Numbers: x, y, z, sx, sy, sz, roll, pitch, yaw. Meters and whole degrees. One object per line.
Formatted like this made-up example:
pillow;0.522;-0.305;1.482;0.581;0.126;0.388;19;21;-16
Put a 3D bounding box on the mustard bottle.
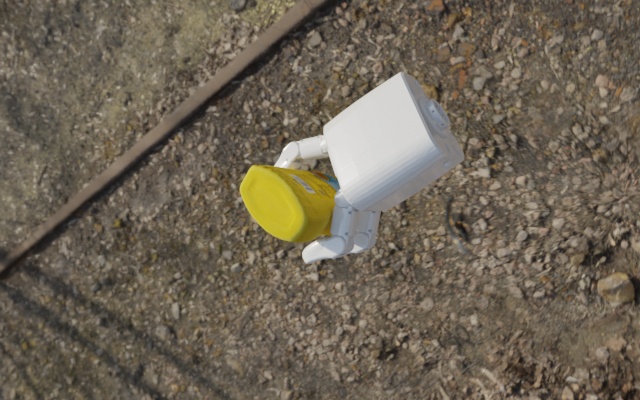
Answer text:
mustard bottle;0.000;0.002;0.562;0.096;0.058;0.191;41;21;26
